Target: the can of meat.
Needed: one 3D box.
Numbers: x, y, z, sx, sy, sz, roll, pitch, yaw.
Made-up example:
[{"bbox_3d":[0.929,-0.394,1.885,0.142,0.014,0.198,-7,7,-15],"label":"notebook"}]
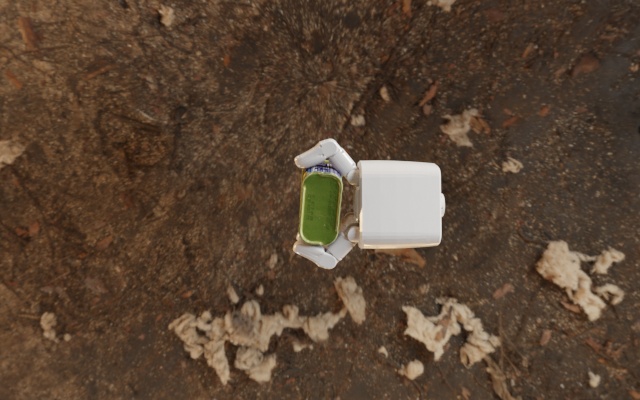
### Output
[{"bbox_3d":[0.000,0.002,0.643,0.057,0.102,0.084,4,14,-1],"label":"can of meat"}]
